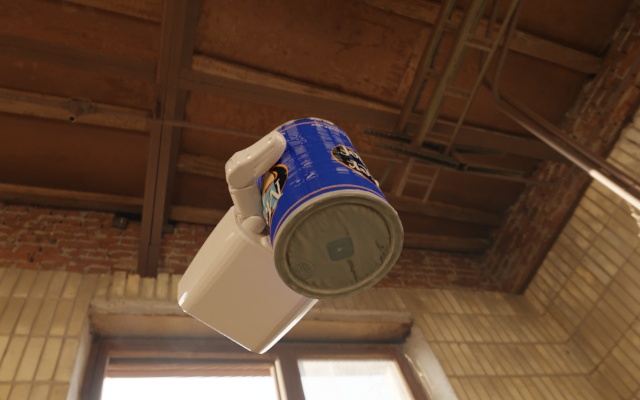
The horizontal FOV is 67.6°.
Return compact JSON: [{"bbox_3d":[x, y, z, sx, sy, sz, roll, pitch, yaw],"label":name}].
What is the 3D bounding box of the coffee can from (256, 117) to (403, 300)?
[{"bbox_3d":[0.000,0.001,0.421,0.103,0.103,0.140,0,32,-15],"label":"coffee can"}]
